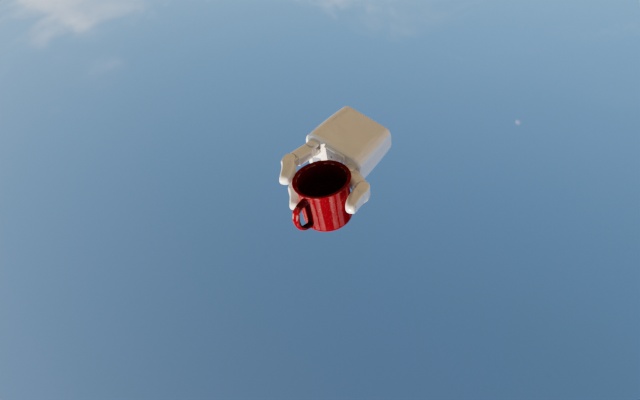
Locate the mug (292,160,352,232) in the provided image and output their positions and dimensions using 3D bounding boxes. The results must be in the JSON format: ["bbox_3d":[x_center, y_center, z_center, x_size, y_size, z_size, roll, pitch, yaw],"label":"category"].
[{"bbox_3d":[-0.001,0.004,0.754,0.093,0.082,0.117,23,52,32],"label":"mug"}]
